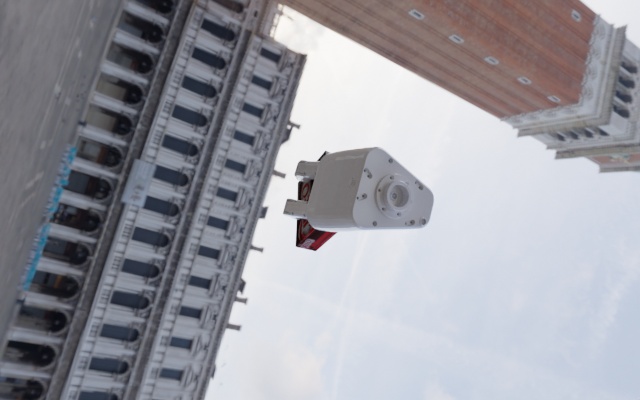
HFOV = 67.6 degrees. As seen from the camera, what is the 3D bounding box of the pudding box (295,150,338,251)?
[{"bbox_3d":[0.000,0.002,0.667,0.039,0.113,0.090,19,-37,-23],"label":"pudding box"}]
